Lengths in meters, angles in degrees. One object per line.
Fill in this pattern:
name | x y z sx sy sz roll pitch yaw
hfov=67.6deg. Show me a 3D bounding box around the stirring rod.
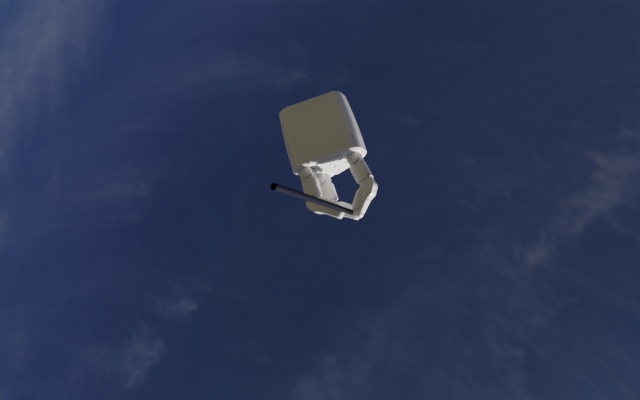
stirring rod | 0.000 0.002 0.617 0.011 0.011 0.239 0 -8 25
